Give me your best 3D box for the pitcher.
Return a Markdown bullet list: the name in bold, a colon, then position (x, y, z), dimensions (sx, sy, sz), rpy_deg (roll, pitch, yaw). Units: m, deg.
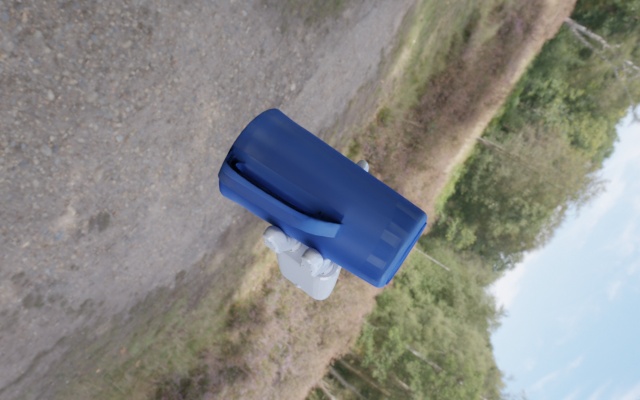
- **pitcher**: position (0.000, 0.002, 0.587), dimensions (0.243, 0.149, 0.145), rpy_deg (33, -26, 14)
